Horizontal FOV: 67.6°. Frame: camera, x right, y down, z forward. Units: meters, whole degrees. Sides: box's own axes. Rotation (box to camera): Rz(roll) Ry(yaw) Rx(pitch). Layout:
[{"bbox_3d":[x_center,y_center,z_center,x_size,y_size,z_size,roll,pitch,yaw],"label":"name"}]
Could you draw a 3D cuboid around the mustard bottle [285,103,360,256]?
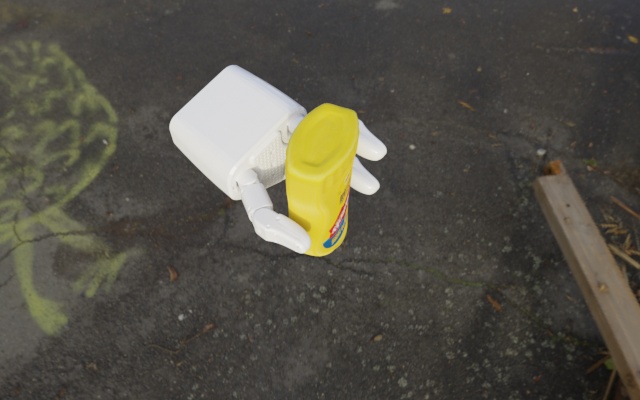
[{"bbox_3d":[0.000,0.002,0.489,0.058,0.096,0.192,17,-35,10],"label":"mustard bottle"}]
